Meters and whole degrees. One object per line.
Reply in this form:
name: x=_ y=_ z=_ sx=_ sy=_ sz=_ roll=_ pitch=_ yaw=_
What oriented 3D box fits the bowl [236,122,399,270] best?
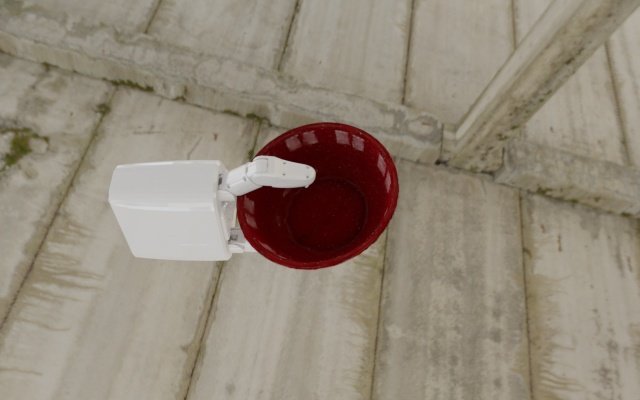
bowl: x=0.001 y=0.002 z=0.482 sx=0.162 sy=0.162 sz=0.055 roll=0 pitch=-27 yaw=15
